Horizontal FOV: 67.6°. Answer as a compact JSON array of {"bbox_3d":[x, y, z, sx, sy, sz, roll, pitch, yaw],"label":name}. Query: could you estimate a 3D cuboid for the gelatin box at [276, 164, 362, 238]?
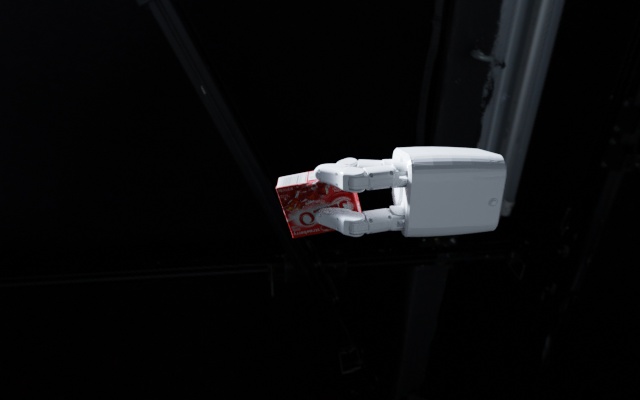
[{"bbox_3d":[0.000,0.002,0.569,0.089,0.073,0.030,-10,30,11],"label":"gelatin box"}]
